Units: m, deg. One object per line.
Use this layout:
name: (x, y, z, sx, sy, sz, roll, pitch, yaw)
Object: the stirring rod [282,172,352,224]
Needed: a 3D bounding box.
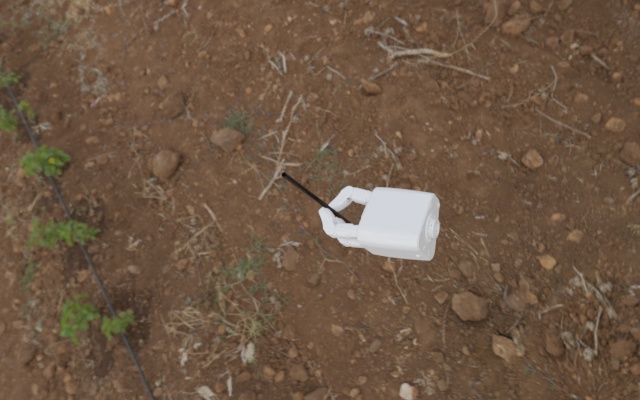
stirring rod: (0.000, 0.003, 0.823, 0.011, 0.011, 0.240, 0, -21, 30)
